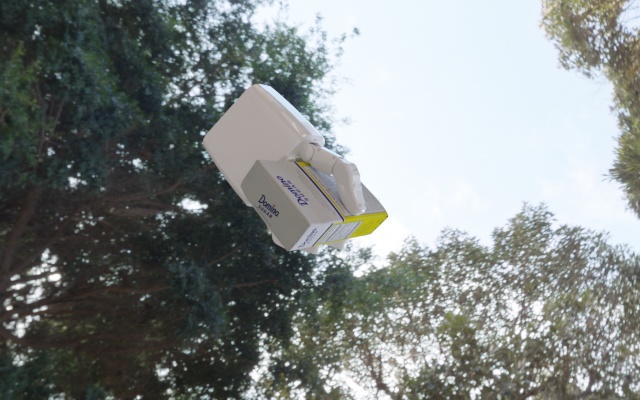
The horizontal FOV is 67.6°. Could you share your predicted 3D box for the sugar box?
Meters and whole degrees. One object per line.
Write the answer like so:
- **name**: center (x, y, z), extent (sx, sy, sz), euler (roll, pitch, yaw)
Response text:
- **sugar box**: center (0.000, 0.002, 0.538), extent (0.176, 0.093, 0.048), euler (-5, -40, -54)
